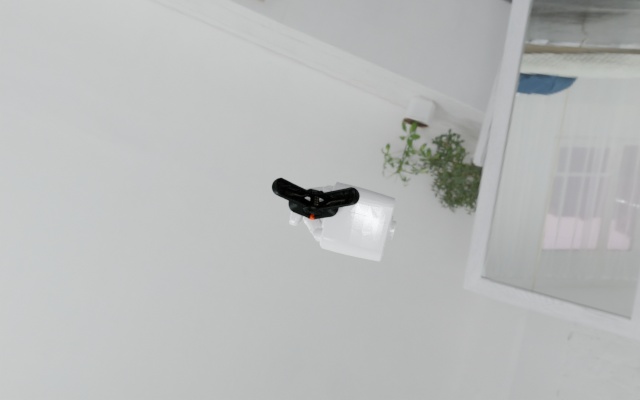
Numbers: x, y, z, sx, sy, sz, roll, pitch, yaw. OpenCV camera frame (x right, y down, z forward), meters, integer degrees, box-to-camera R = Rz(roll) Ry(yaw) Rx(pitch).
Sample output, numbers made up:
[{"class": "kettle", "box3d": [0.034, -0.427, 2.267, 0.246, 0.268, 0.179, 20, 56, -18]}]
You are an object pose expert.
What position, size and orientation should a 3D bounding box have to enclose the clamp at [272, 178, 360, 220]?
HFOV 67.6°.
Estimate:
[{"class": "clamp", "box3d": [0.000, 0.003, 0.718, 0.120, 0.039, 0.171, 12, -9, 8]}]
